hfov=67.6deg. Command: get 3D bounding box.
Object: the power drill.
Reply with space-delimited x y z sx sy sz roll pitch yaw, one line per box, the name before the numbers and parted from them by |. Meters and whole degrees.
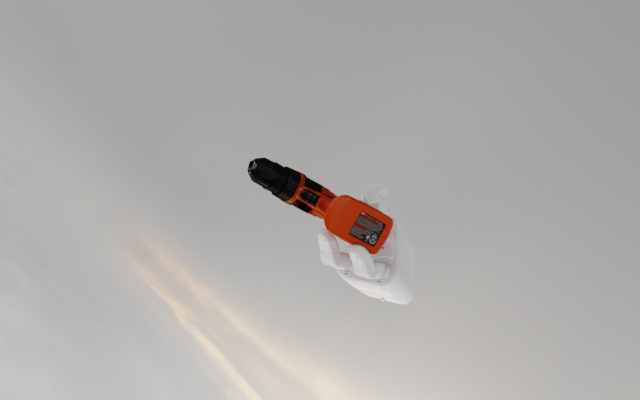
power drill | 0.001 0.003 0.680 0.184 0.057 0.187 26 3 -34
